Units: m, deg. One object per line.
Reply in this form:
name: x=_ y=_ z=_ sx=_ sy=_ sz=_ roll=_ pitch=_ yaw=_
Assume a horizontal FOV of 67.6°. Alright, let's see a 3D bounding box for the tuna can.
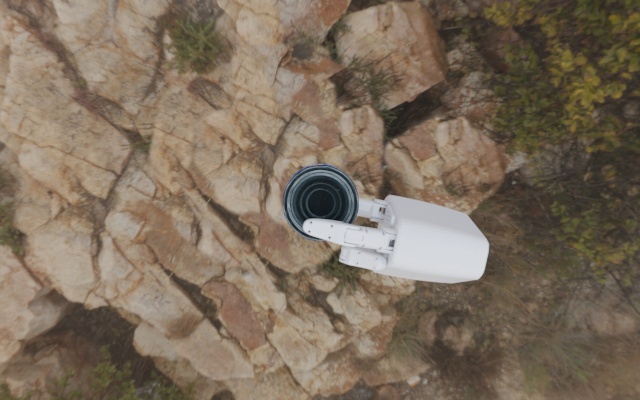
tuna can: x=0.000 y=0.002 z=0.535 sx=0.086 sy=0.086 sz=0.033 roll=0 pitch=6 yaw=-1
